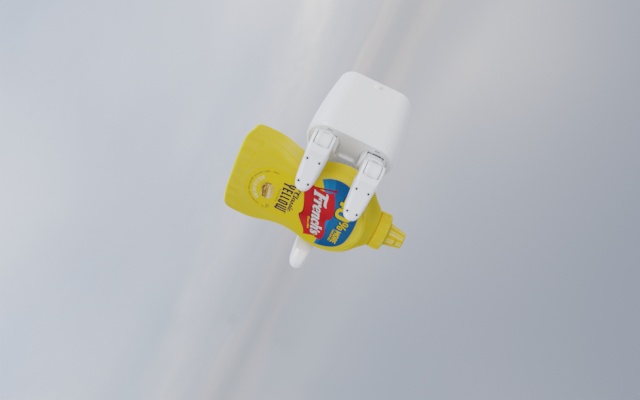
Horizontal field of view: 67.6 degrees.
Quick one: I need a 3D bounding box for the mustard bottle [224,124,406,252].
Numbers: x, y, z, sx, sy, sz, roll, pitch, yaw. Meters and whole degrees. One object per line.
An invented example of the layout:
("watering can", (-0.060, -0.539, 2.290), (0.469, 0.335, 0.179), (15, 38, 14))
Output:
("mustard bottle", (0.000, 0.002, 0.503), (0.191, 0.096, 0.058), (25, 27, 0))
